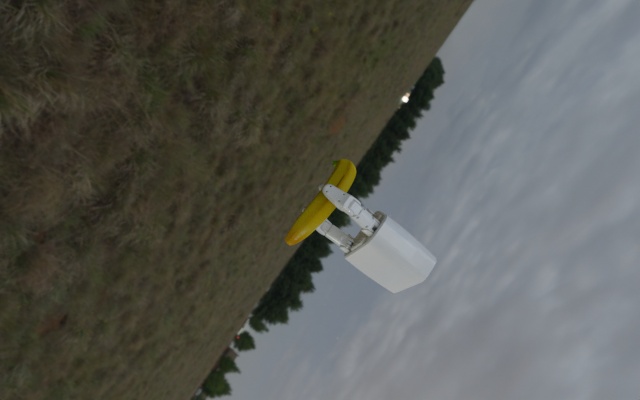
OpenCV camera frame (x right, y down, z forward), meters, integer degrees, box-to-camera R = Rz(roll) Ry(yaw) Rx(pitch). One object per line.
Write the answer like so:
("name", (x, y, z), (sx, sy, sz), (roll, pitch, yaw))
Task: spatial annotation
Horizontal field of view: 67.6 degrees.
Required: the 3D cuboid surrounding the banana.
("banana", (0.011, -0.007, 0.747), (0.070, 0.037, 0.197), (-37, 15, 49))
